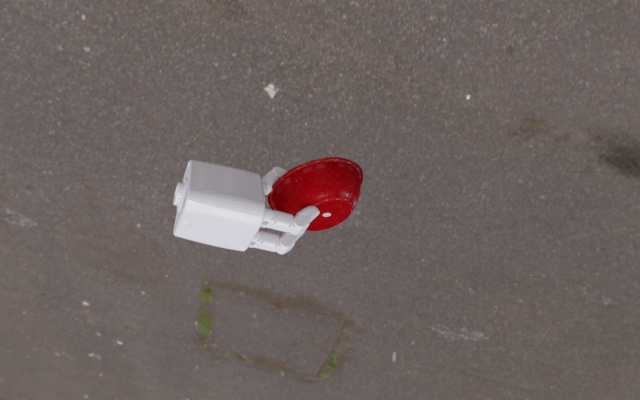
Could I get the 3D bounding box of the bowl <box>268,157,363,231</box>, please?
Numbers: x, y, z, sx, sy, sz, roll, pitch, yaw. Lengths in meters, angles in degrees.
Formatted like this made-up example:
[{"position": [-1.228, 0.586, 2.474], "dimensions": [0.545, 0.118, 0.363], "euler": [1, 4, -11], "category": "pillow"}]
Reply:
[{"position": [0.002, 0.003, 0.764], "dimensions": [0.162, 0.055, 0.162], "euler": [-14, -31, -9], "category": "bowl"}]
